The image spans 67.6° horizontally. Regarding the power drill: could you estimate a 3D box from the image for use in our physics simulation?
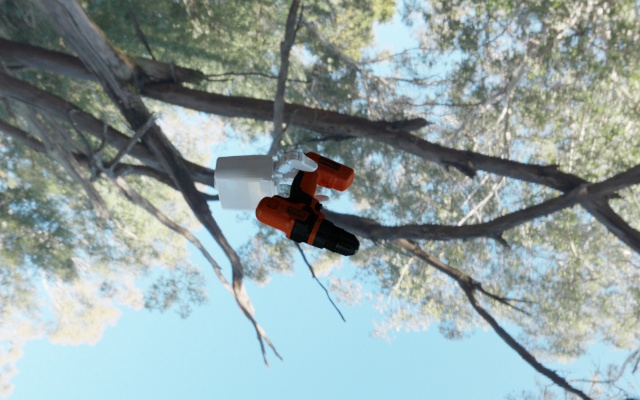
[{"bbox_3d":[0.000,0.002,0.844,0.184,0.057,0.187,24,43,3],"label":"power drill"}]
